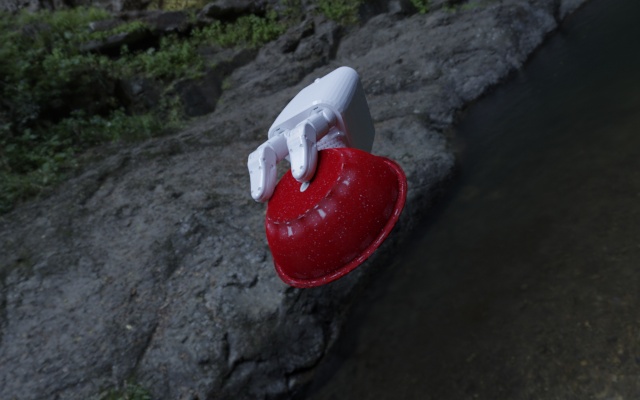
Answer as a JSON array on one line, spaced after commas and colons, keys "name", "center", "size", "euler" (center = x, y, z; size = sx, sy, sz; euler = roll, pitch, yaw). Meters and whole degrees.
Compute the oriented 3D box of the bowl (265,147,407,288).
[{"name": "bowl", "center": [0.000, 0.002, 0.459], "size": [0.162, 0.162, 0.055], "euler": [0, -38, 50]}]
